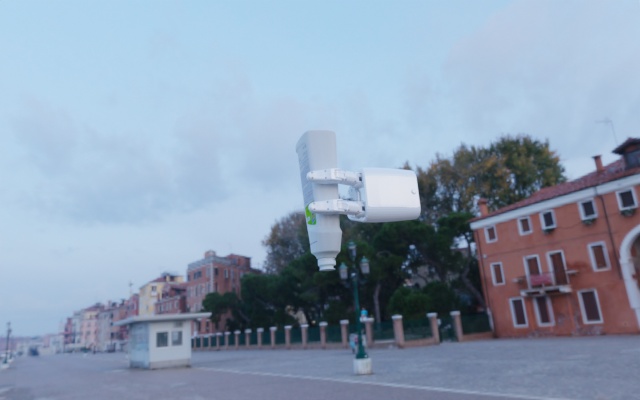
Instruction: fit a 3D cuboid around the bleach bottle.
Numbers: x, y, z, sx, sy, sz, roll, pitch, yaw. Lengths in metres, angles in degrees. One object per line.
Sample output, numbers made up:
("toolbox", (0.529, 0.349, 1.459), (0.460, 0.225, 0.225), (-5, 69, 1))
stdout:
("bleach bottle", (0.000, 0.003, 0.871), (0.068, 0.250, 0.102), (0, -16, -15))
